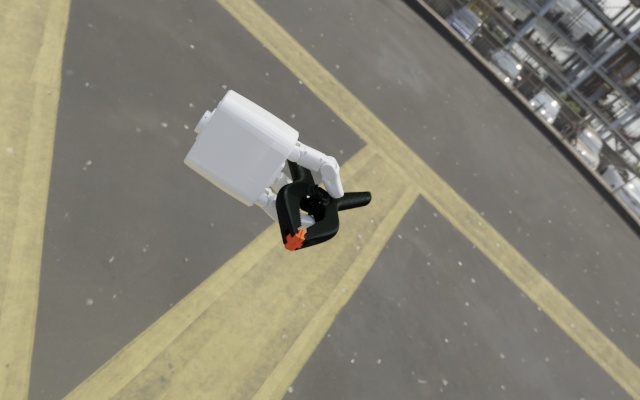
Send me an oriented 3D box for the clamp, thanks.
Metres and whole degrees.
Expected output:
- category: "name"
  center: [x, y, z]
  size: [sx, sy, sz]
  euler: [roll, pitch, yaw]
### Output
- category: "clamp"
  center: [0.000, 0.002, 0.658]
  size: [0.164, 0.036, 0.209]
  euler: [33, 35, -14]
